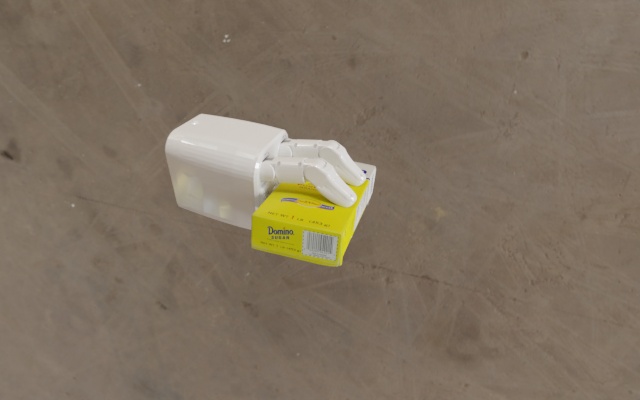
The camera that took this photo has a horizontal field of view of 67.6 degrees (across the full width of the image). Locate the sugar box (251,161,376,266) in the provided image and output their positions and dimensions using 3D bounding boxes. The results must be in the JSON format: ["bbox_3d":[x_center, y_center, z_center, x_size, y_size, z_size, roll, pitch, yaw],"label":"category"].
[{"bbox_3d":[0.000,0.001,0.528,0.093,0.048,0.176,12,30,11],"label":"sugar box"}]
